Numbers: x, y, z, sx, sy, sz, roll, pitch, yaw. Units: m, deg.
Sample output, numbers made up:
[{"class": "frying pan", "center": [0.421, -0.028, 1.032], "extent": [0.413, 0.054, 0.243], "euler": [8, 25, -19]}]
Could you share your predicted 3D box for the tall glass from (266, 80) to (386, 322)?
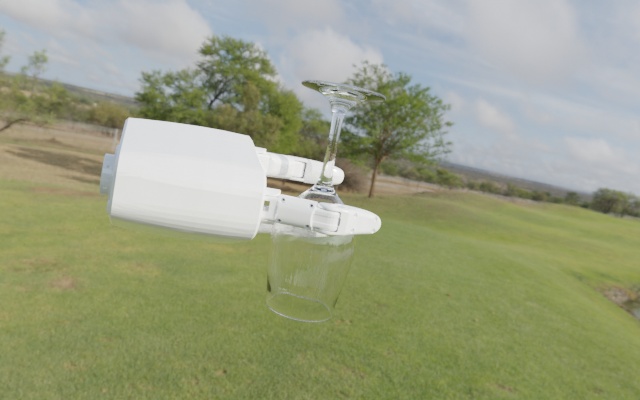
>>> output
[{"class": "tall glass", "center": [0.000, 0.001, 0.424], "extent": [0.079, 0.201, 0.079], "euler": [11, 7, -1]}]
